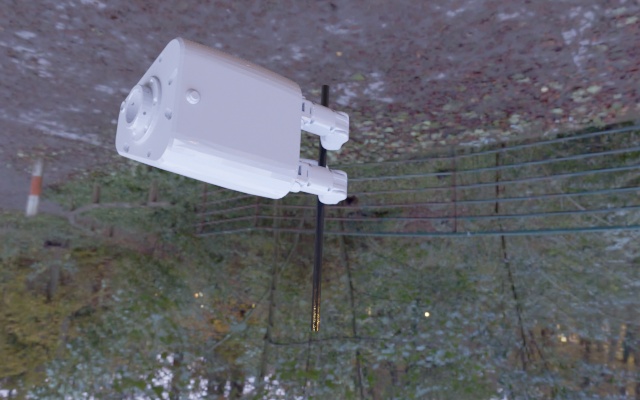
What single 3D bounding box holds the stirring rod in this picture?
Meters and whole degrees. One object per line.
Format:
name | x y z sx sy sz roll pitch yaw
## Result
stirring rod | 0.000 0.001 0.461 0.011 0.239 0.011 2 -12 1
